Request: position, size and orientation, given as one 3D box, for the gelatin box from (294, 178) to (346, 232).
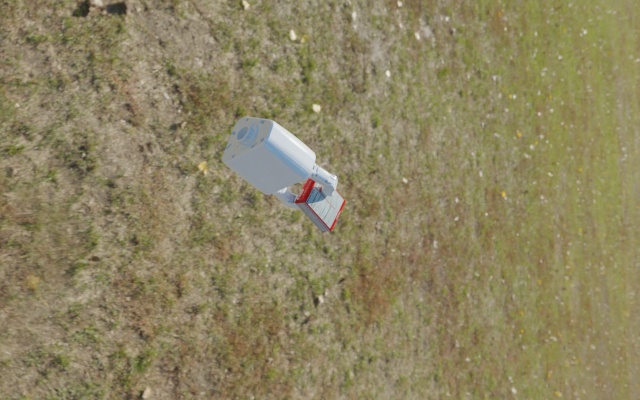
[{"bbox_3d":[0.001,0.003,0.877,0.030,0.073,0.089,-9,-46,44],"label":"gelatin box"}]
